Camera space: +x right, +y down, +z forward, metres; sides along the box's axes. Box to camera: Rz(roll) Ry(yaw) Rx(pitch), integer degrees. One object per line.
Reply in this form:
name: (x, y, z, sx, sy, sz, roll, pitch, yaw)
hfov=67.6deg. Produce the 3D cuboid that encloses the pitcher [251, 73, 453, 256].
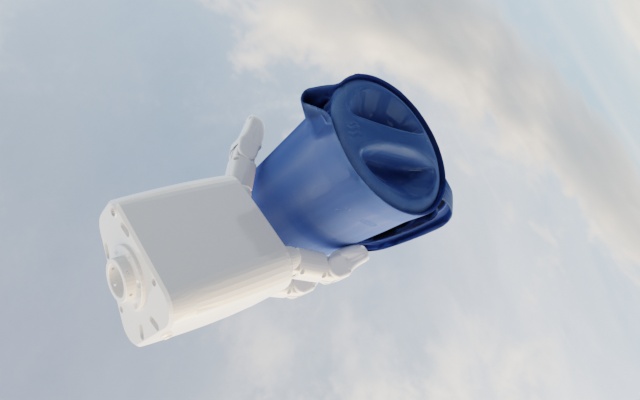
pitcher: (0.000, 0.002, 0.481, 0.145, 0.149, 0.243, -18, -11, -45)
